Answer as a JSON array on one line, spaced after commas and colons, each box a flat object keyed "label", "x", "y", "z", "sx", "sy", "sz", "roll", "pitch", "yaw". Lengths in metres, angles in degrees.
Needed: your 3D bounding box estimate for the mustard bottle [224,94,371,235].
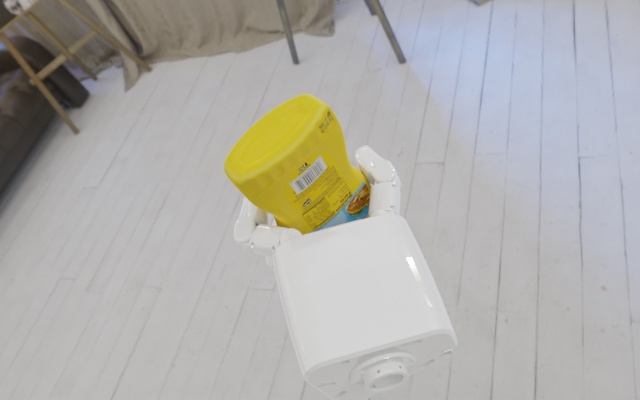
[{"label": "mustard bottle", "x": 0.000, "y": 0.001, "z": 0.436, "sx": 0.058, "sy": 0.096, "sz": 0.192, "roll": 40, "pitch": -10, "yaw": 41}]
